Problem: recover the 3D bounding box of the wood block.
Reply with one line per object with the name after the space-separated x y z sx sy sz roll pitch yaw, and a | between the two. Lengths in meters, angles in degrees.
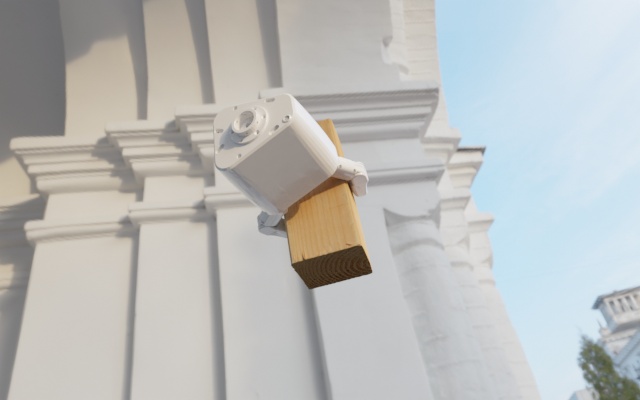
0.000 0.002 0.651 0.091 0.206 0.090 -16 -34 7 | wood block
